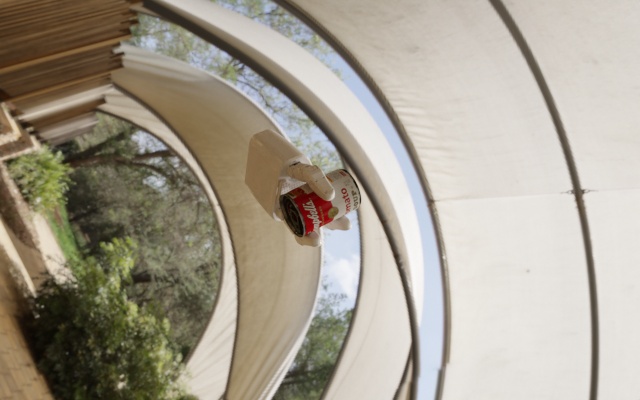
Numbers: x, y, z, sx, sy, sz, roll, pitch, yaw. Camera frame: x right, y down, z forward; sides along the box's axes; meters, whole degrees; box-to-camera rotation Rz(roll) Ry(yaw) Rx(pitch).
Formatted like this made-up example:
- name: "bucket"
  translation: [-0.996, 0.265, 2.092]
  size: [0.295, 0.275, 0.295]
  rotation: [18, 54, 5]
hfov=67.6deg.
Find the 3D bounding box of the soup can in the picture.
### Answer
- name: "soup can"
  translation: [0.001, 0.002, 0.699]
  size: [0.102, 0.068, 0.068]
  rotation: [-26, 11, -23]
